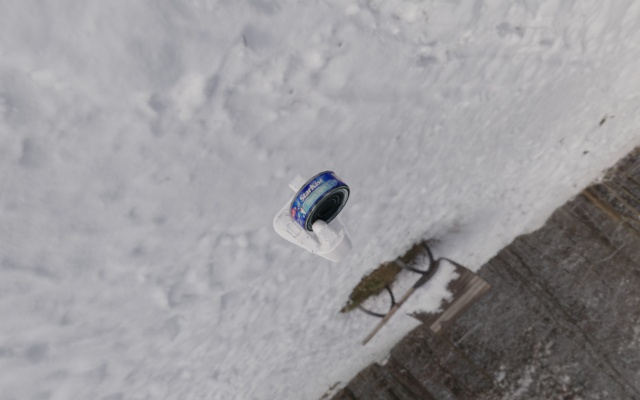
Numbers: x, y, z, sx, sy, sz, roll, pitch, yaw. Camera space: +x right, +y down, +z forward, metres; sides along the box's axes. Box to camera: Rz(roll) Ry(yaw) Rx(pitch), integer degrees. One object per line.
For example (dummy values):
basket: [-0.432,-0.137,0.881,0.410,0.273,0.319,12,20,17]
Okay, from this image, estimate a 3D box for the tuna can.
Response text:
tuna can: [0.000,0.003,0.660,0.033,0.086,0.086,44,21,23]
